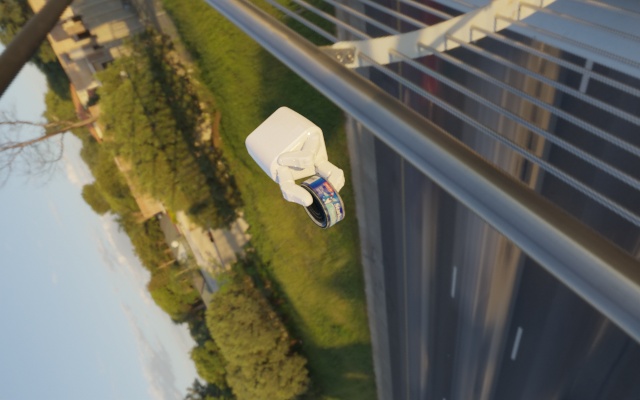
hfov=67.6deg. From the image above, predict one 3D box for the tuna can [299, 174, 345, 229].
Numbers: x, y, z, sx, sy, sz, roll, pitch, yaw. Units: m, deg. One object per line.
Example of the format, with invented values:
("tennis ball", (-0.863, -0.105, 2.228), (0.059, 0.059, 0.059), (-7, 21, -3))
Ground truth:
("tuna can", (0.000, 0.003, 0.777), (0.033, 0.086, 0.086), (-31, 13, -22))
